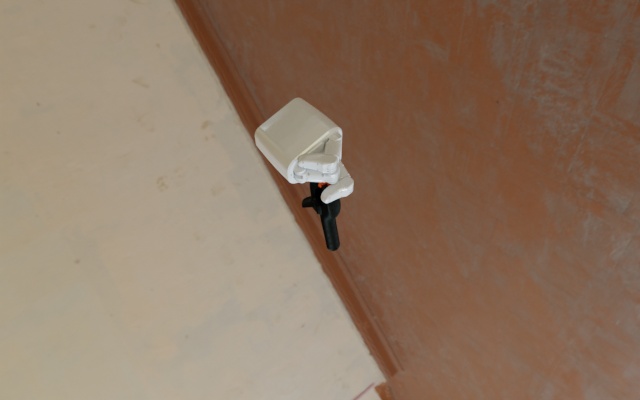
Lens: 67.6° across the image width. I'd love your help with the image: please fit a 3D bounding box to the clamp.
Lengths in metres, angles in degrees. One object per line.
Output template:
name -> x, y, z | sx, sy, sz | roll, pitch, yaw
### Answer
clamp -> 0.000, 0.003, 0.850 | 0.039, 0.172, 0.120 | -27, 56, -24
